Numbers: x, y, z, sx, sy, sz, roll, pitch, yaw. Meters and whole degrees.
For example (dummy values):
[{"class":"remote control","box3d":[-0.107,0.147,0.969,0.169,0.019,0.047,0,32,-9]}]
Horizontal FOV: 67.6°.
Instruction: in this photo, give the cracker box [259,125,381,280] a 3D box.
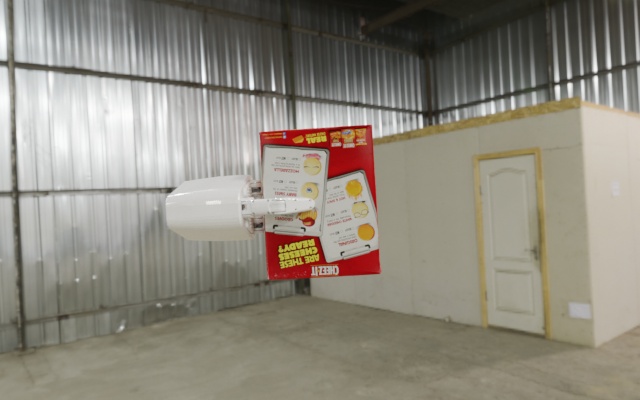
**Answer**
[{"class":"cracker box","box3d":[0.000,0.002,0.705,0.164,0.213,0.072,-3,0,4]}]
